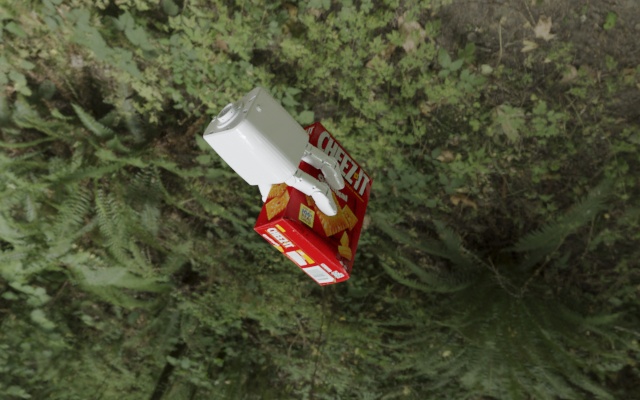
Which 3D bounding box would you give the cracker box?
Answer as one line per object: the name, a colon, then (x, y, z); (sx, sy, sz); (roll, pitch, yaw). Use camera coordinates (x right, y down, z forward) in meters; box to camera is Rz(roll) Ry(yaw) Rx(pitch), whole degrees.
cracker box: (0.000, 0.003, 0.778); (0.072, 0.213, 0.164); (-18, -50, 38)
